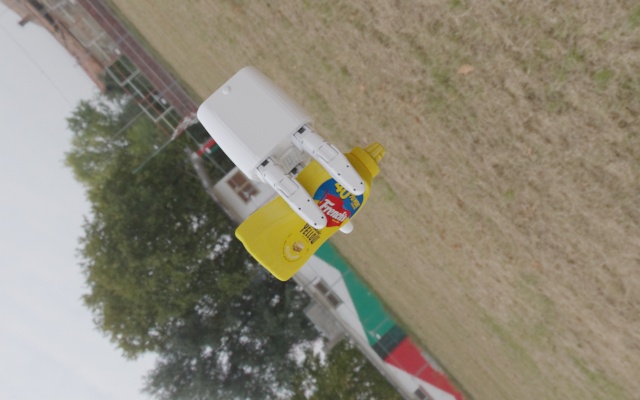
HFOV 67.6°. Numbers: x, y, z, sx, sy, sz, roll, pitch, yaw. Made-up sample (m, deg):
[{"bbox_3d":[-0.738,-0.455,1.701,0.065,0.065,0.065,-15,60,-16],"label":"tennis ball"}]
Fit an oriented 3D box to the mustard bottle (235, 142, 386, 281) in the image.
[{"bbox_3d":[0.000,0.002,0.550,0.058,0.191,0.096,42,-7,43],"label":"mustard bottle"}]
